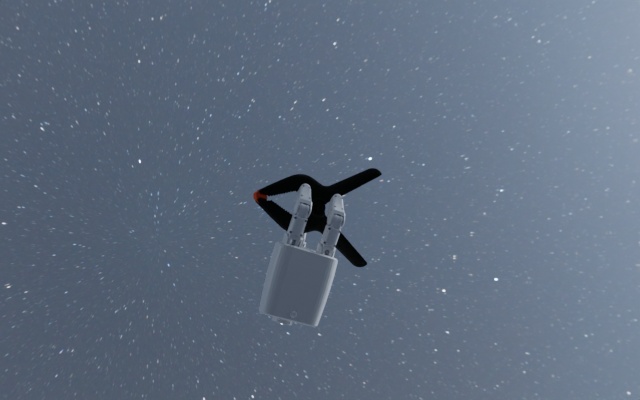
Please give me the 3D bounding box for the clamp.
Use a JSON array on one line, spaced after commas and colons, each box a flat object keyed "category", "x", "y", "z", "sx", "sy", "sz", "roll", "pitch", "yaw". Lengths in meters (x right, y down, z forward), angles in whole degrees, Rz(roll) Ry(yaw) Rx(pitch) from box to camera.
[{"category": "clamp", "x": -0.001, "y": 0.003, "z": 0.765, "sx": 0.210, "sy": 0.164, "sz": 0.036, "roll": 19, "pitch": -8, "yaw": -16}]
